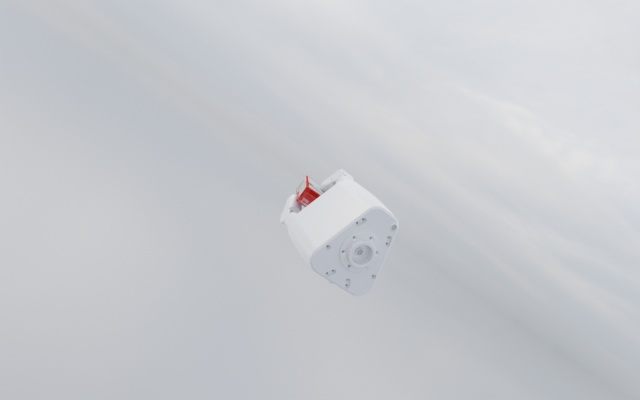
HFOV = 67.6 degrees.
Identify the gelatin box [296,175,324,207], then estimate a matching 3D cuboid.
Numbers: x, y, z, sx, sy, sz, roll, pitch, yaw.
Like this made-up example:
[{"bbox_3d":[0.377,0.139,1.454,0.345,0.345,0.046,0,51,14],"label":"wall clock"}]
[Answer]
[{"bbox_3d":[0.000,0.002,0.707,0.073,0.030,0.089,36,9,-10],"label":"gelatin box"}]
